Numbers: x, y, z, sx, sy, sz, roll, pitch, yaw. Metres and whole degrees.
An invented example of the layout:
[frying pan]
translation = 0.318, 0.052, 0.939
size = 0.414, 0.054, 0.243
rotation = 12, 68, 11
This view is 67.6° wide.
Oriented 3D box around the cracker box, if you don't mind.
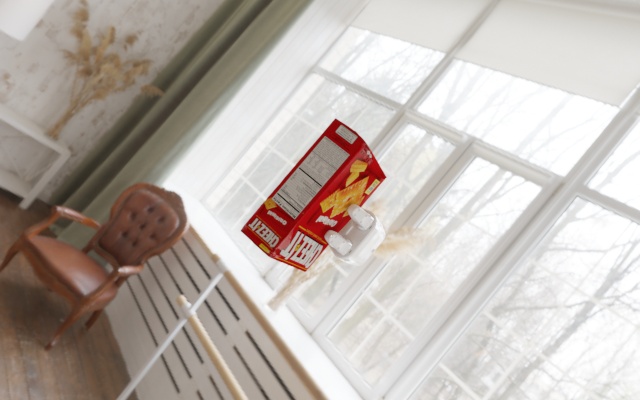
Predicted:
[cracker box]
translation = 0.000, 0.002, 0.738
size = 0.072, 0.213, 0.164
rotation = 39, -1, 23
